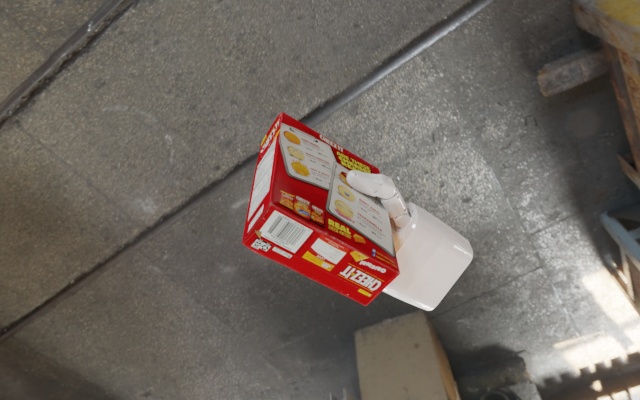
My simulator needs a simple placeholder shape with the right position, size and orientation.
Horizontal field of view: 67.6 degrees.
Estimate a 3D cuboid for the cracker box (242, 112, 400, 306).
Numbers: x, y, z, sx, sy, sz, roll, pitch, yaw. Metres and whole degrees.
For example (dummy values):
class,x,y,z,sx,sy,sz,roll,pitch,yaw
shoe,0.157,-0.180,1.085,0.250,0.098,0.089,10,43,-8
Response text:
class,x,y,z,sx,sy,sz,roll,pitch,yaw
cracker box,0.000,0.002,0.577,0.164,0.072,0.213,29,29,-19
